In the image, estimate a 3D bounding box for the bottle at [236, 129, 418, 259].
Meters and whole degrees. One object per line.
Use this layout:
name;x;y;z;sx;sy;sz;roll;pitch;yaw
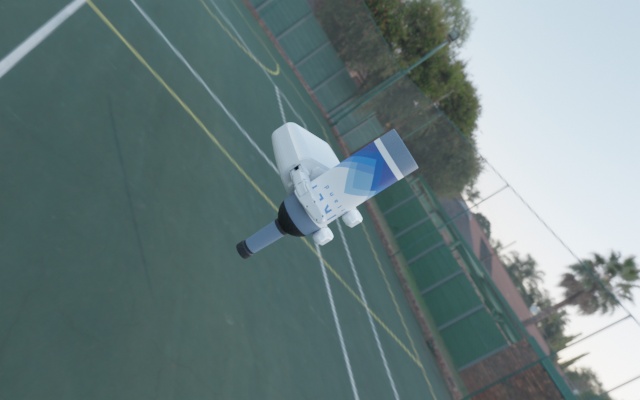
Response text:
bottle;0.000;0.002;0.710;0.296;0.069;0.069;-32;-7;11
